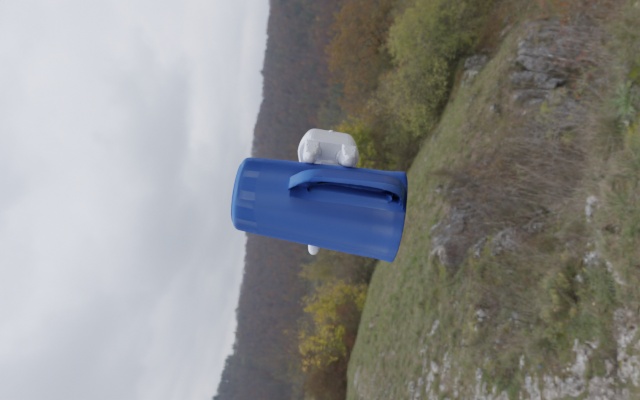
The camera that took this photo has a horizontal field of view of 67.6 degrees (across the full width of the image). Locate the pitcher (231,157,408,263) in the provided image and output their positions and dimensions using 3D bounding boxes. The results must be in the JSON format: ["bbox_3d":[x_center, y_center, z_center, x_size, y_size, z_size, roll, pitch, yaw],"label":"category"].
[{"bbox_3d":[0.000,0.002,0.687,0.243,0.149,0.145,9,23,-1],"label":"pitcher"}]
